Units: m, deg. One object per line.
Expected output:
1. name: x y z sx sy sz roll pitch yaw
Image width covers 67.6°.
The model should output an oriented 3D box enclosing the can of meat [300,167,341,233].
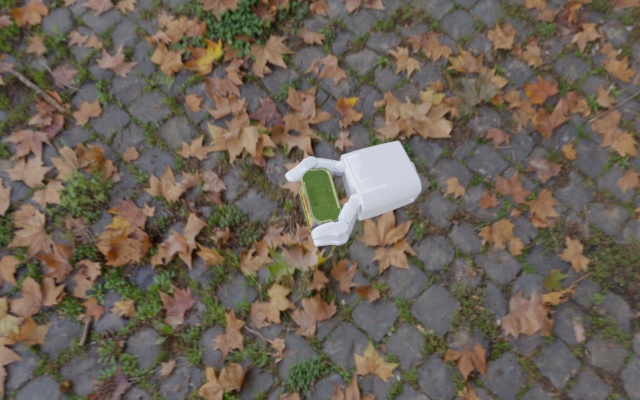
1. can of meat: 0.000 0.002 0.815 0.057 0.102 0.084 -14 -15 -6
